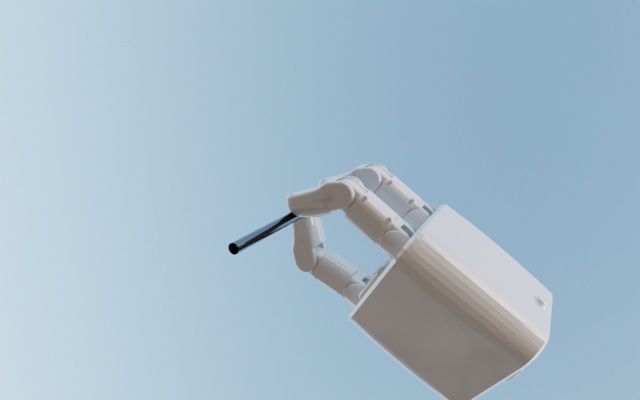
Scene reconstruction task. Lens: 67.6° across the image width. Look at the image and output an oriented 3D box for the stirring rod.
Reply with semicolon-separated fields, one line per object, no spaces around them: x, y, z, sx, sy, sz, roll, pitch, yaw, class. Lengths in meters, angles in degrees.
0.000;0.001;0.400;0.011;0.011;0.239;0;14;28;stirring rod
